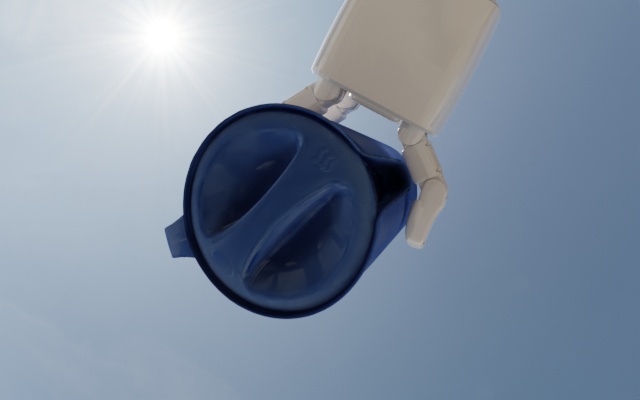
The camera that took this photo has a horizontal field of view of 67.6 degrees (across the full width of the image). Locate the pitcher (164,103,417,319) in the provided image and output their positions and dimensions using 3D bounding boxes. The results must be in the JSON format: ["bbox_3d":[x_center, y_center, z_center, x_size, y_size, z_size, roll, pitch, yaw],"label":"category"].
[{"bbox_3d":[0.000,0.001,0.403,0.149,0.145,0.243,30,13,16],"label":"pitcher"}]
